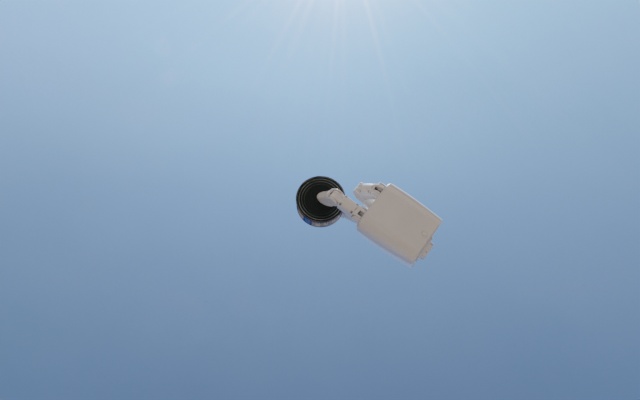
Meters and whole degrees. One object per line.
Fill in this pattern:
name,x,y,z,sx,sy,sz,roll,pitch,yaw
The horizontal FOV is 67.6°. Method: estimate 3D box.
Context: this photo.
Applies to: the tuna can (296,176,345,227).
tuna can,0.000,0.003,0.833,0.086,0.086,0.034,0,-21,-2
